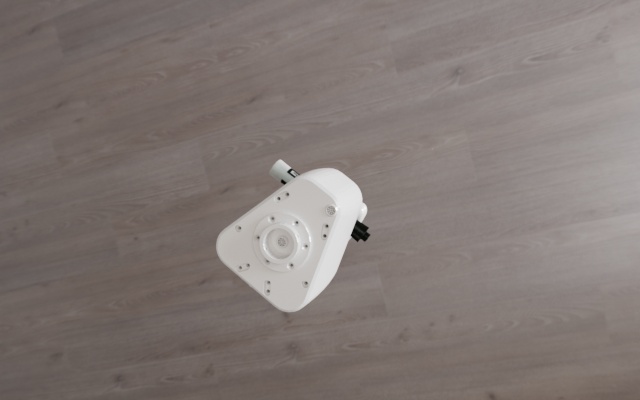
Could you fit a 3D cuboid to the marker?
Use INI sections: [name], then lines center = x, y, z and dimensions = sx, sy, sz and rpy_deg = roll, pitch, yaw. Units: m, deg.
[marker]
center = 0.000, 0.002, 0.486
dimensions = 0.121, 0.020, 0.020
rpy_deg = 38, 5, 6
